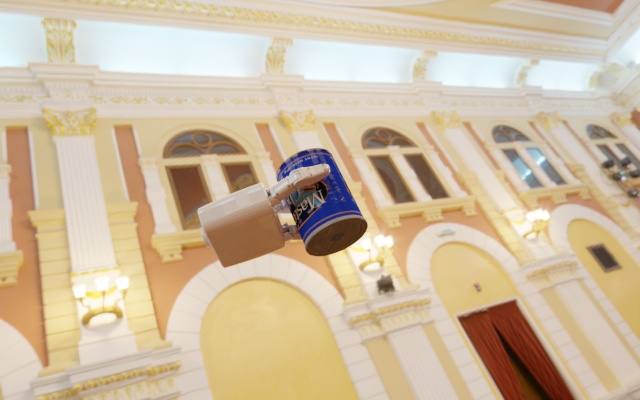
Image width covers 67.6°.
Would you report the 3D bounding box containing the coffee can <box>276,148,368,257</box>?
[{"bbox_3d":[0.000,0.002,0.757,0.103,0.140,0.103,-18,-30,-11],"label":"coffee can"}]
